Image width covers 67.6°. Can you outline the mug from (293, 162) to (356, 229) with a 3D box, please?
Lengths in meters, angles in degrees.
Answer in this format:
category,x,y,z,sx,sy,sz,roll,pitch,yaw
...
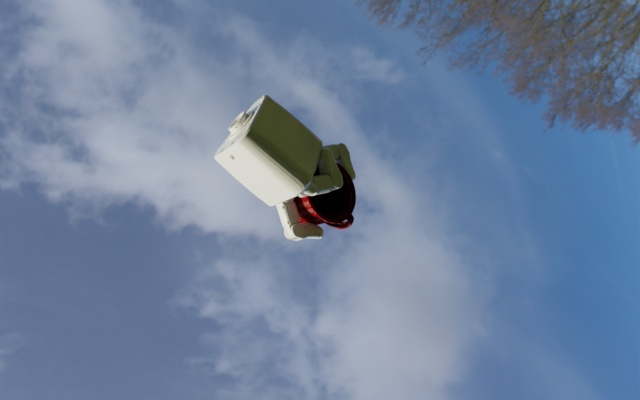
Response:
category,x,y,z,sx,sy,sz,roll,pitch,yaw
mug,0.001,0.003,0.714,0.117,0.093,0.081,41,-34,-23
